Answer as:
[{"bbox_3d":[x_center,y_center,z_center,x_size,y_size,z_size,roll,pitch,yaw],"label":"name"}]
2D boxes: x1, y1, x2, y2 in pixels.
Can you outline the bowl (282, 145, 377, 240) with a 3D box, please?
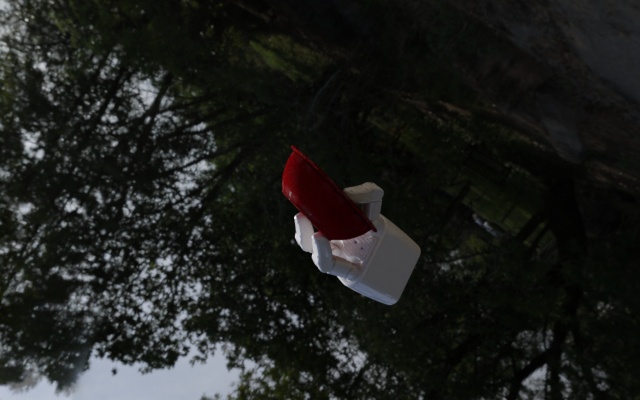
[{"bbox_3d":[-0.001,0.002,0.637,0.055,0.162,0.162,-44,1,-1],"label":"bowl"}]
